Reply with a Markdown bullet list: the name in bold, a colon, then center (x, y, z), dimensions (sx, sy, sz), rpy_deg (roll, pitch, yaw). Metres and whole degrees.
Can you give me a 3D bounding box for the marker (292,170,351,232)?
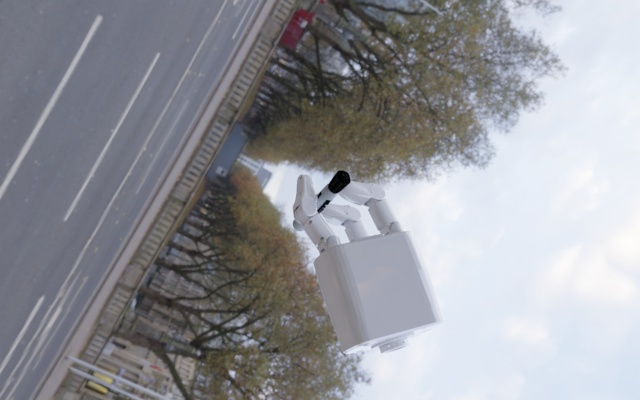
- **marker**: center (0.000, 0.002, 0.556), dimensions (0.020, 0.020, 0.121), rpy_deg (0, -29, -31)
